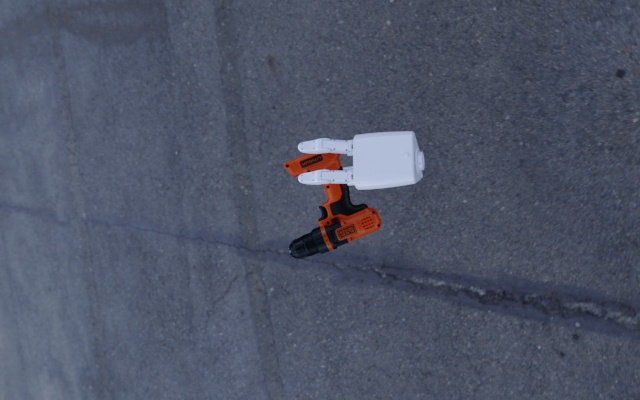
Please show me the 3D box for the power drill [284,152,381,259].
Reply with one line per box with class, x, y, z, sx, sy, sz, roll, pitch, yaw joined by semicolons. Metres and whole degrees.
power drill;0.000;0.002;0.899;0.184;0.187;0.057;-22;7;3
